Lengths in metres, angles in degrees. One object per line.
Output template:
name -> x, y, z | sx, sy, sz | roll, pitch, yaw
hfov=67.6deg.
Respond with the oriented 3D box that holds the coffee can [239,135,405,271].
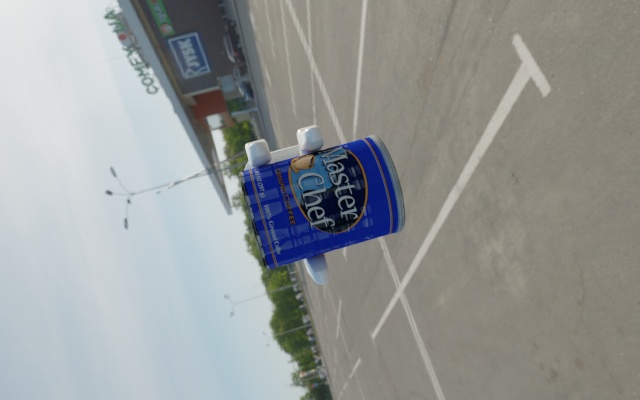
coffee can -> 0.000, 0.002, 0.478 | 0.140, 0.103, 0.103 | -16, 2, -6
